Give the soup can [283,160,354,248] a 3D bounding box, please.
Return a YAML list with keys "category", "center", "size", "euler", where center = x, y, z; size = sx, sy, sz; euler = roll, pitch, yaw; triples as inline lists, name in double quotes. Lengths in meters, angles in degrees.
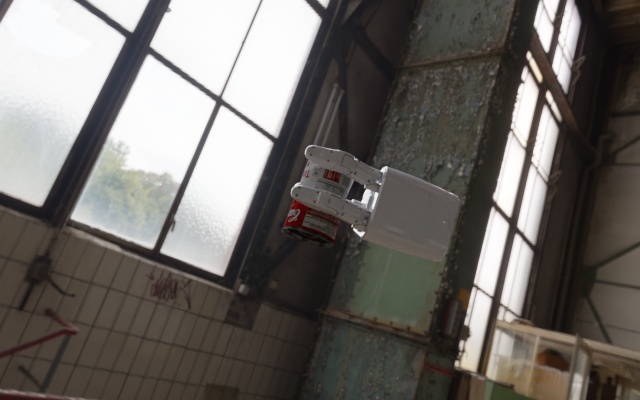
- category: "soup can"
  center: [0.000, 0.002, 0.619]
  size: [0.068, 0.102, 0.068]
  euler: [18, -15, 5]
